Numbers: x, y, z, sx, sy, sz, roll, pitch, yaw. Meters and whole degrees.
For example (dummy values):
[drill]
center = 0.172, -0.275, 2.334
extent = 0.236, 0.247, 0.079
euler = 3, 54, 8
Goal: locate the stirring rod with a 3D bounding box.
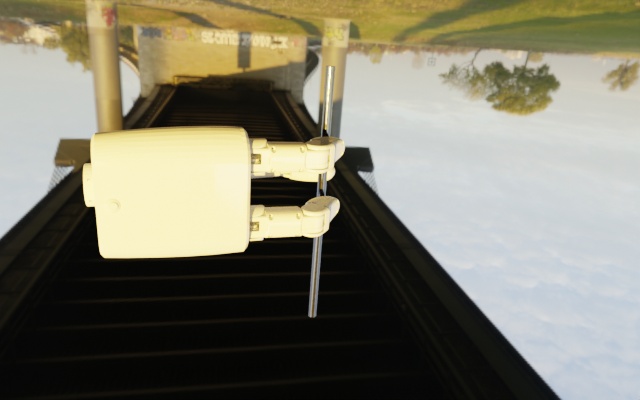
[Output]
[stirring rod]
center = 0.000, 0.001, 0.437
extent = 0.011, 0.240, 0.011
euler = 4, 19, -1
